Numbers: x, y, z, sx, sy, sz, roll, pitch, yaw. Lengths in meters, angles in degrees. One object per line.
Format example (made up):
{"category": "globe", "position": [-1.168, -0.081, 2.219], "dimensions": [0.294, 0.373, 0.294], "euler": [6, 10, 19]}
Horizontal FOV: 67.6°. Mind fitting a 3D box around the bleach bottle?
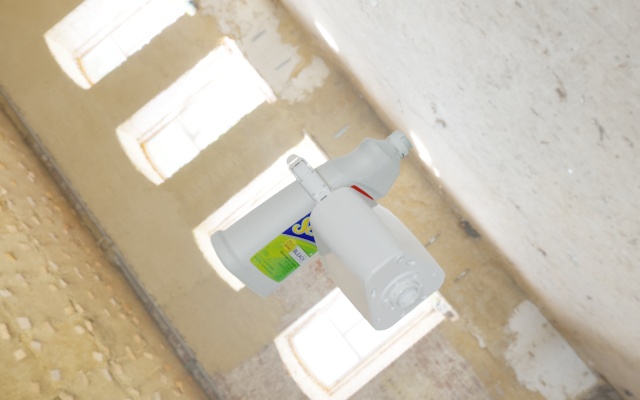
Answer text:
{"category": "bleach bottle", "position": [0.000, 0.002, 0.560], "dimensions": [0.068, 0.251, 0.103], "euler": [50, -1, 44]}
